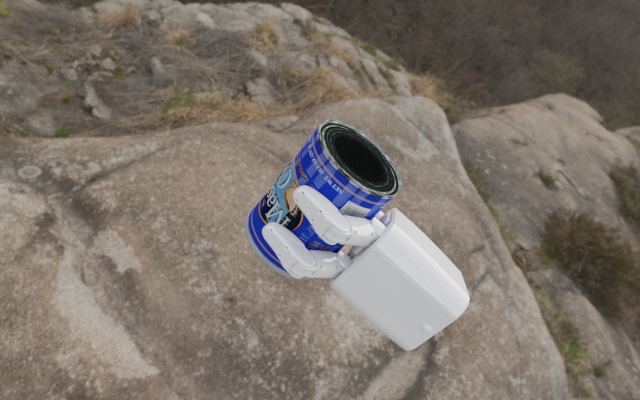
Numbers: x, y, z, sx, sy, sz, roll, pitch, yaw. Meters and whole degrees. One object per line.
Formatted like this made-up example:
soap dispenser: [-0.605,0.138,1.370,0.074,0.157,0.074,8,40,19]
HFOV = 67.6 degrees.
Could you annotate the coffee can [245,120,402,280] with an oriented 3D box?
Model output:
coffee can: [0.000,0.002,0.499,0.103,0.102,0.140,0,-39,-48]
